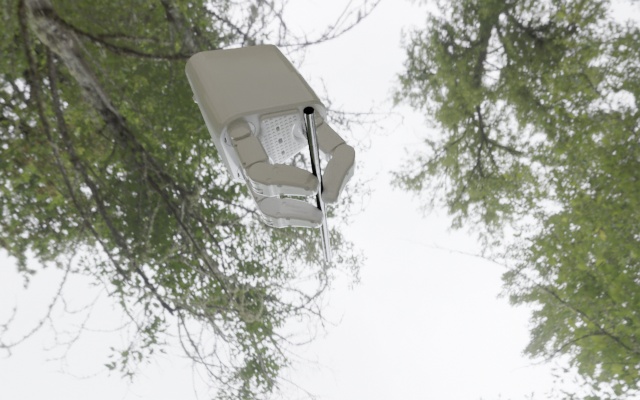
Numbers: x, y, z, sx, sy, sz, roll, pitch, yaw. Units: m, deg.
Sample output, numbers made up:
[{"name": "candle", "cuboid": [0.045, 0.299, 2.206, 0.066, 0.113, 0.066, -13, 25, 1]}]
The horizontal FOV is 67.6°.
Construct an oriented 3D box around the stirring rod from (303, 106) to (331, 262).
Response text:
[{"name": "stirring rod", "cuboid": [0.000, 0.001, 0.436, 0.011, 0.011, 0.240, 0, -32, 5]}]
